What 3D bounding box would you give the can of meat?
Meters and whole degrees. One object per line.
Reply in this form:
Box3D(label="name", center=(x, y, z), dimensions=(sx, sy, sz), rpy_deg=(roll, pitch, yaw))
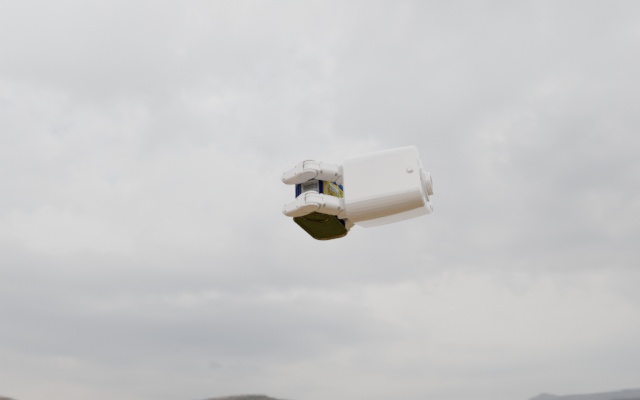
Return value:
Box3D(label="can of meat", center=(0.000, 0.002, 0.723), dimensions=(0.057, 0.084, 0.102), rpy_deg=(-13, -30, 21))
